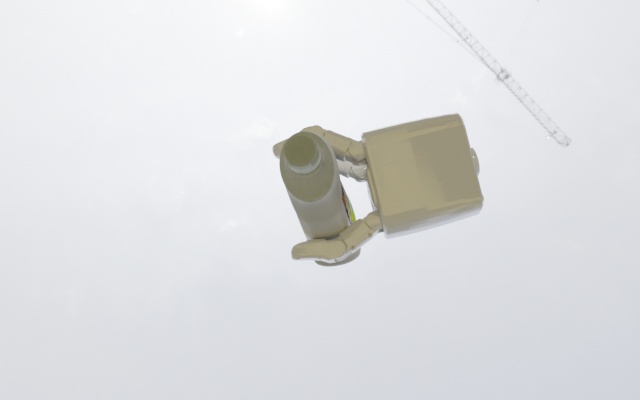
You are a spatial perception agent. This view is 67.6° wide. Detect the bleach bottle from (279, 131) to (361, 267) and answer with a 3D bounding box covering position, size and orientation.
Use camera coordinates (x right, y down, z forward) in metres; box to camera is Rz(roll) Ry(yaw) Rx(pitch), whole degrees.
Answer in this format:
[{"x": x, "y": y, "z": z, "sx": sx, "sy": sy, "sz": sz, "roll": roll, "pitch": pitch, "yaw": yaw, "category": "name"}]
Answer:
[{"x": 0.000, "y": 0.002, "z": 0.515, "sx": 0.068, "sy": 0.102, "sz": 0.251, "roll": -13, "pitch": -18, "yaw": 3, "category": "bleach bottle"}]
